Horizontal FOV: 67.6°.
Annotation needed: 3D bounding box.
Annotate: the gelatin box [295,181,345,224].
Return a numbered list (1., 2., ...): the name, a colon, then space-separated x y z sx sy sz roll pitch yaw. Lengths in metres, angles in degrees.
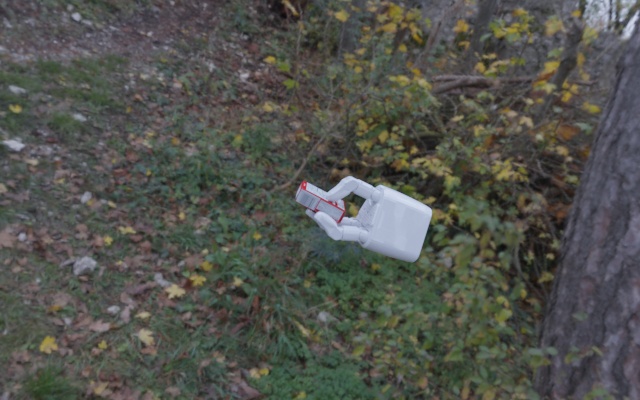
1. gelatin box: 0.000 0.002 0.854 0.089 0.030 0.073 28 12 -6
